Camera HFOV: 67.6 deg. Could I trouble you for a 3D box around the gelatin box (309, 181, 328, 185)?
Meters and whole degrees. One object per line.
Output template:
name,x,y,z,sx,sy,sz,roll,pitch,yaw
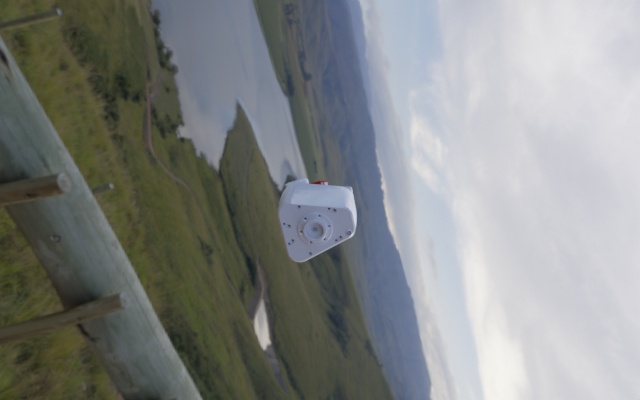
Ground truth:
gelatin box,0.001,0.003,0.855,0.030,0.073,0.089,-12,1,9
